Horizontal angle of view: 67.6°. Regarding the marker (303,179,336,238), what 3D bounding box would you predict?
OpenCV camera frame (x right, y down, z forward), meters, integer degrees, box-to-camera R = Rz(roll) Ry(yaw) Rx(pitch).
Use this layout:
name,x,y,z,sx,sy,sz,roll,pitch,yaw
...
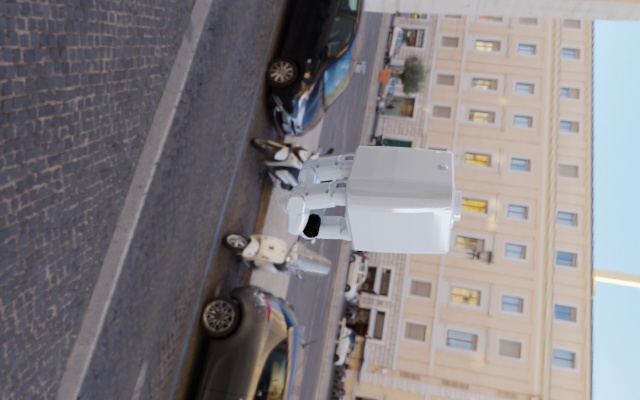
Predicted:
name,x,y,z,sx,sy,sz,roll,pitch,yaw
marker,0.000,0.002,0.573,0.020,0.020,0.121,0,37,15
